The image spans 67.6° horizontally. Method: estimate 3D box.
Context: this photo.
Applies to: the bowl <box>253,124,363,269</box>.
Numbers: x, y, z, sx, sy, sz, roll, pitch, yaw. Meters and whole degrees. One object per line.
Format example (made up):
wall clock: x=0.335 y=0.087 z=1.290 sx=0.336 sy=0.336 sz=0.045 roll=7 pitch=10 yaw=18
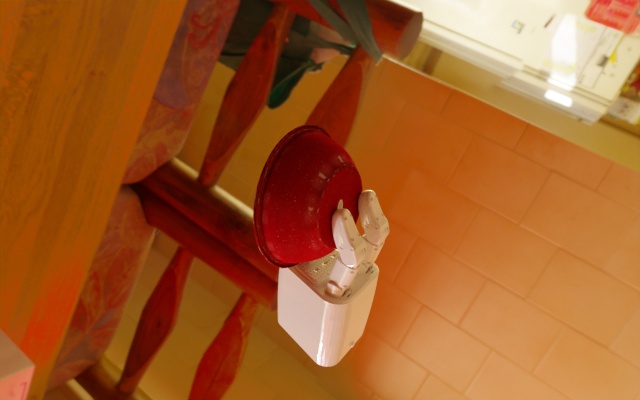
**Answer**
bowl: x=0.000 y=0.001 z=0.514 sx=0.055 sy=0.162 sz=0.162 roll=14 pitch=7 yaw=31
